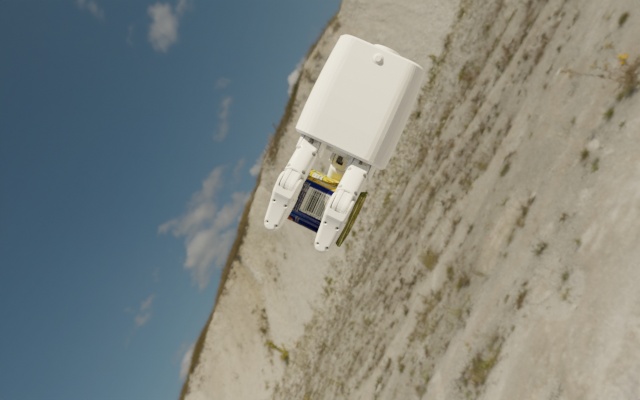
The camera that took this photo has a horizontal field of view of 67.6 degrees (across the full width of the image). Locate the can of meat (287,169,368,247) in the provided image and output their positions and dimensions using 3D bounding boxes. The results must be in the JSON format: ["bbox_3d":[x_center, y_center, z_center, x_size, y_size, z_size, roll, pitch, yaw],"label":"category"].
[{"bbox_3d":[0.000,0.002,0.524,0.084,0.057,0.102,26,10,7],"label":"can of meat"}]
